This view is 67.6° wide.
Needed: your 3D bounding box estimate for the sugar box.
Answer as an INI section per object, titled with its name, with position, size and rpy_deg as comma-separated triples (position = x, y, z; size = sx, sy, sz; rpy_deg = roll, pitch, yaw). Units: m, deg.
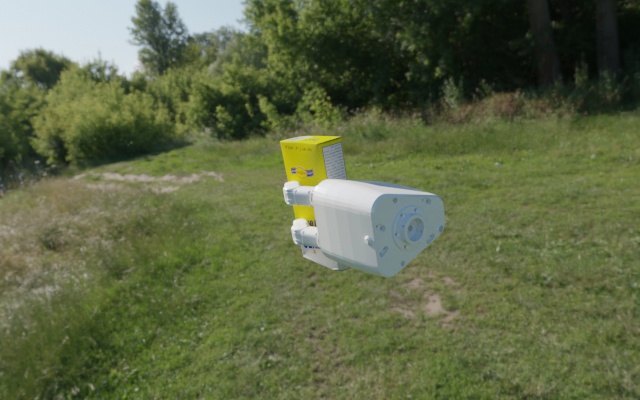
[sugar box]
position = 0.000, 0.002, 0.648
size = 0.048, 0.176, 0.093
rpy_deg = -18, 18, -32
